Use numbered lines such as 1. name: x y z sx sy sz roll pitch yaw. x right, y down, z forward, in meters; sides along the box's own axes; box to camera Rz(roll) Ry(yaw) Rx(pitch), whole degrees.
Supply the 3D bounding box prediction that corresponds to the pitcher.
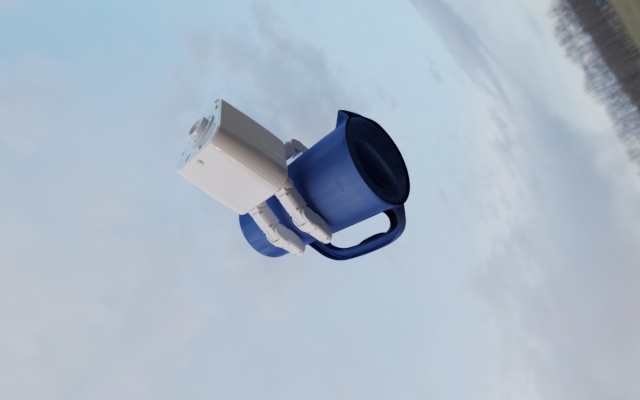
1. pitcher: 0.000 0.002 0.680 0.145 0.149 0.243 35 -48 -30
